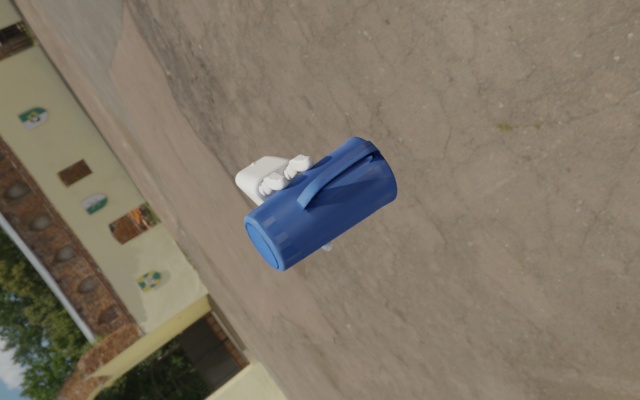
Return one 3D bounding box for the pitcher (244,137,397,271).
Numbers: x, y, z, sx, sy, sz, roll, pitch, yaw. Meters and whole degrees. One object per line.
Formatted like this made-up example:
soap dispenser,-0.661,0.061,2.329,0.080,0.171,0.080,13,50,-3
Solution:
pitcher,0.000,0.003,0.786,0.243,0.149,0.145,-35,29,-20
